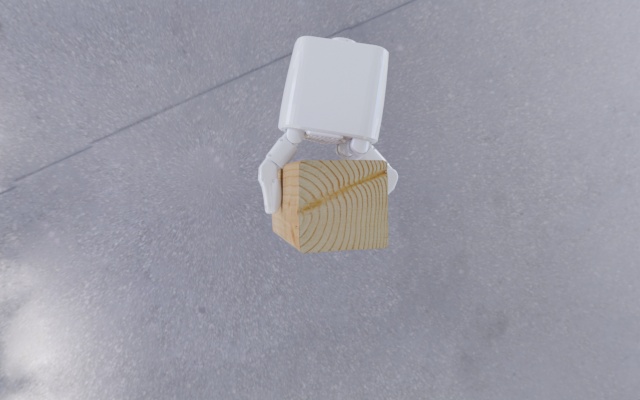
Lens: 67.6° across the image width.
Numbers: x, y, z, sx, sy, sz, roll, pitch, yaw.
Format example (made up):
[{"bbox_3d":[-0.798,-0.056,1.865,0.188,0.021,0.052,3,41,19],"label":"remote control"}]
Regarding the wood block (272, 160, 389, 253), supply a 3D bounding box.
[{"bbox_3d":[0.000,0.001,0.559,0.091,0.090,0.206,-1,2,-13],"label":"wood block"}]
